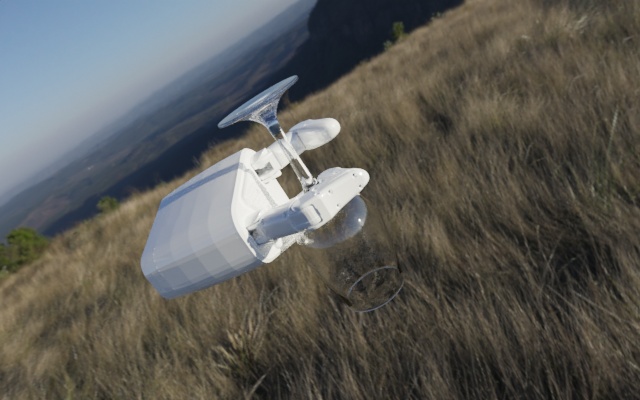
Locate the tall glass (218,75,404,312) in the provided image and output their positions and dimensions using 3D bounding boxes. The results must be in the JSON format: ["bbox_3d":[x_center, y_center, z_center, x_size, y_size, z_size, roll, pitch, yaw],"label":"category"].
[{"bbox_3d":[0.000,0.001,0.407,0.079,0.201,0.079,-28,19,11],"label":"tall glass"}]
